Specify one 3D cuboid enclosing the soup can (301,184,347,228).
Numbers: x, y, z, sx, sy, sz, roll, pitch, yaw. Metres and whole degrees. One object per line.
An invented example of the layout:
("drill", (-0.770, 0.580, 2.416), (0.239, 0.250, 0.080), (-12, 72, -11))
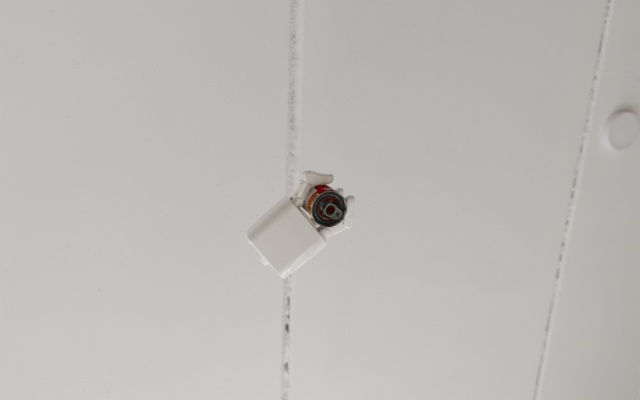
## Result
("soup can", (0.000, 0.002, 0.891), (0.068, 0.068, 0.102), (0, 15, -19))
